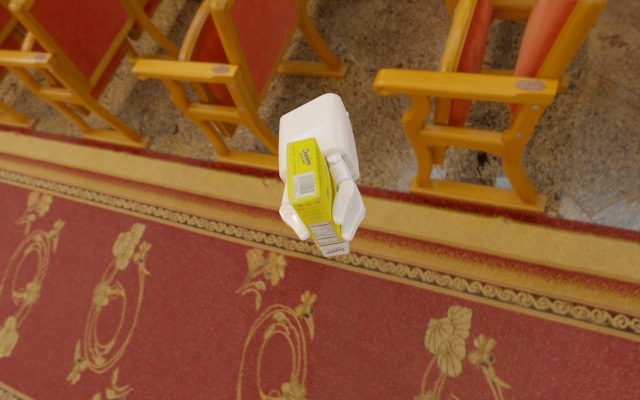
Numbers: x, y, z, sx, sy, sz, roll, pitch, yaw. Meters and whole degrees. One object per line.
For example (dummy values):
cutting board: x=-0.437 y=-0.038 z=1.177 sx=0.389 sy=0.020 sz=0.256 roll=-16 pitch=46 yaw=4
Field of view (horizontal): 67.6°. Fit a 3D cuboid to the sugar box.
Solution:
sugar box: x=0.001 y=0.002 z=0.662 sx=0.048 sy=0.093 sz=0.176 roll=-12 pitch=-30 yaw=13
